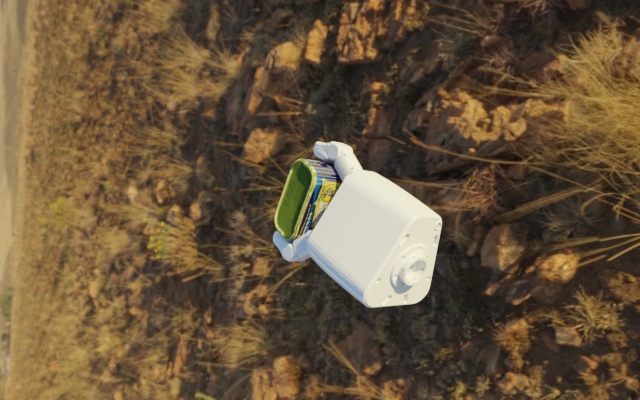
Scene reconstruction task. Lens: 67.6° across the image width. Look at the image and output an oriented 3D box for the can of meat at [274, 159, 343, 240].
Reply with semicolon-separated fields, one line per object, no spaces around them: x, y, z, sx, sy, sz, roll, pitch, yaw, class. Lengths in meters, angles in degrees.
0.000;0.002;0.584;0.084;0.102;0.057;5;25;-37;can of meat
